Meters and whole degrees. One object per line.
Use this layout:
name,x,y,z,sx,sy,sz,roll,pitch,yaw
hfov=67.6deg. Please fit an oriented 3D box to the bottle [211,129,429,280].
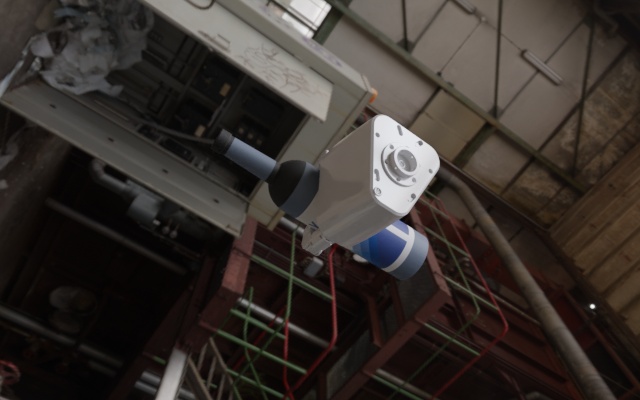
bottle,0.000,0.002,0.593,0.296,0.069,0.069,31,-9,-16
